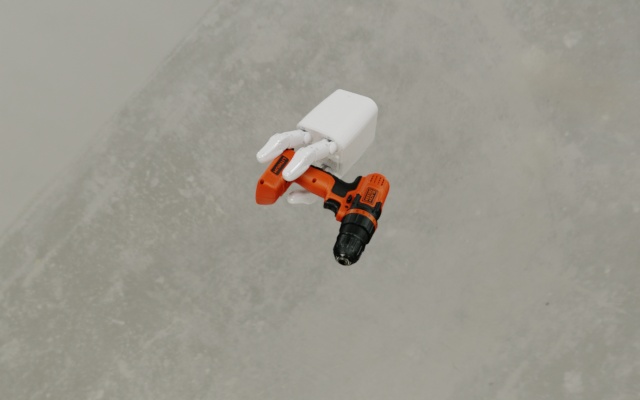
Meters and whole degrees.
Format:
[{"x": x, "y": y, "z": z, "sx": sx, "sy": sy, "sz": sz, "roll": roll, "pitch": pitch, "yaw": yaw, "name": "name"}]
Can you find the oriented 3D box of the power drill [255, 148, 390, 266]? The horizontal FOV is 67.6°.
[{"x": 0.000, "y": 0.002, "z": 0.726, "sx": 0.187, "sy": 0.057, "sz": 0.184, "roll": 22, "pitch": 44, "yaw": 7, "name": "power drill"}]
